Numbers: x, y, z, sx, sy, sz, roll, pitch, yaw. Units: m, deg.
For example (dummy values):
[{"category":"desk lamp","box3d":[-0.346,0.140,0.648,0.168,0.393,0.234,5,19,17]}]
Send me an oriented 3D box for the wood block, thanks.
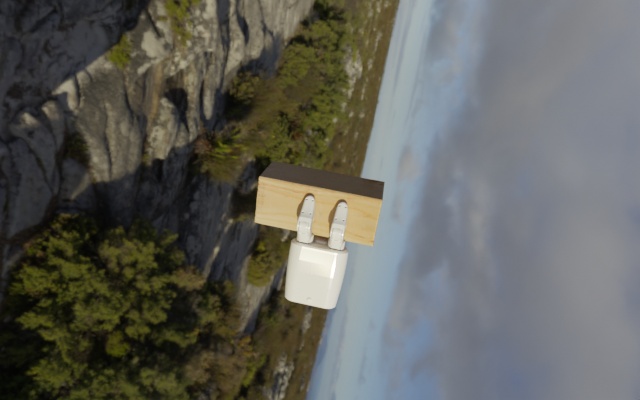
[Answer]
[{"category":"wood block","box3d":[0.000,0.003,0.832,0.206,0.090,0.090,11,23,5]}]
